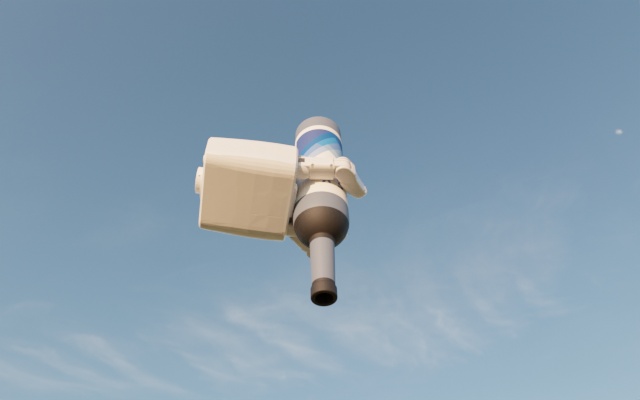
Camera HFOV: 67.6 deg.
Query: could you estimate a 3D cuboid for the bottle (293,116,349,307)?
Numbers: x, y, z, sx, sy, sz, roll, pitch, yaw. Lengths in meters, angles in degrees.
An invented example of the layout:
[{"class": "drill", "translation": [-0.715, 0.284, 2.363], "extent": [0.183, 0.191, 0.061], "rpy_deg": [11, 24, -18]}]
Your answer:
[{"class": "bottle", "translation": [0.000, 0.002, 0.590], "extent": [0.069, 0.069, 0.295], "rpy_deg": [0, 41, -2]}]
